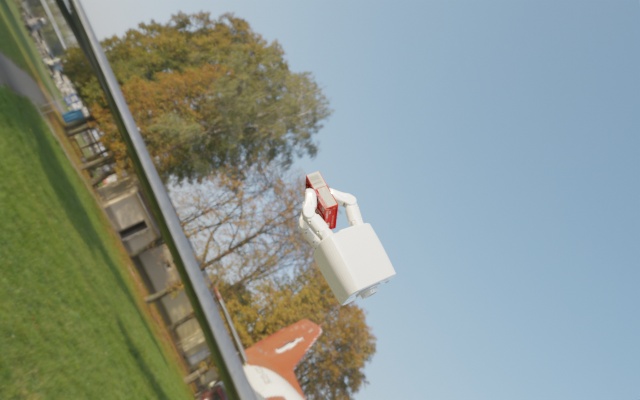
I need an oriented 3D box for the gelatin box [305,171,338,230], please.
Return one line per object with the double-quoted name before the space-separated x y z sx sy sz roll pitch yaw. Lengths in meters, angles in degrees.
"gelatin box" 0.000 0.002 0.884 0.030 0.089 0.073 -18 -33 -17
